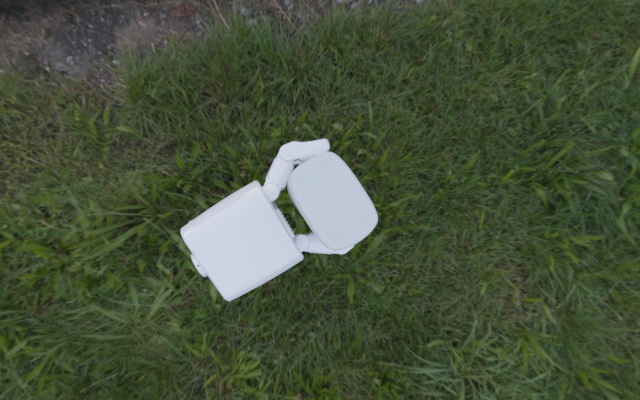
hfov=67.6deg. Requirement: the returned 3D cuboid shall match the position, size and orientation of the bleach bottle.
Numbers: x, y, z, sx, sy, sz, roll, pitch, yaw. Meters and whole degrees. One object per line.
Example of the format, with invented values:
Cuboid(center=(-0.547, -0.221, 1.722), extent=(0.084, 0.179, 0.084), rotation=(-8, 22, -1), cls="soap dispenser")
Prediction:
Cuboid(center=(0.000, 0.002, 0.604), extent=(0.068, 0.102, 0.251), rotation=(-32, 2, -6), cls="bleach bottle")
